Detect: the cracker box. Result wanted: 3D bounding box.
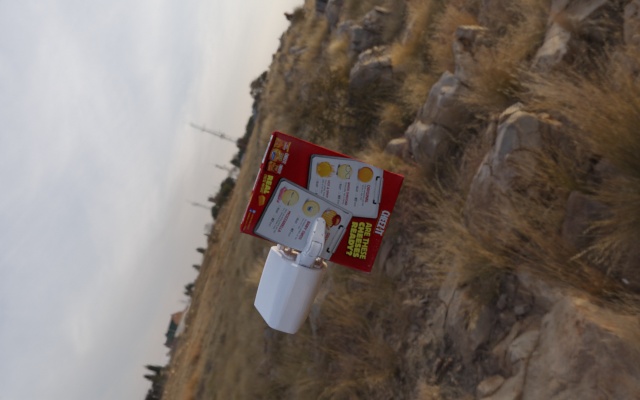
[{"bbox_3d":[0.000,0.002,0.754,0.214,0.164,0.072,19,4,-9],"label":"cracker box"}]
